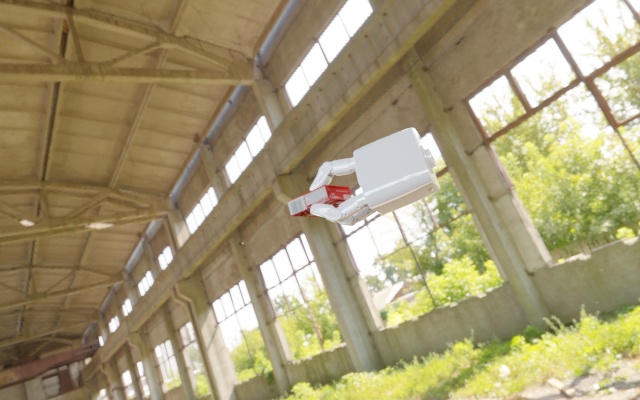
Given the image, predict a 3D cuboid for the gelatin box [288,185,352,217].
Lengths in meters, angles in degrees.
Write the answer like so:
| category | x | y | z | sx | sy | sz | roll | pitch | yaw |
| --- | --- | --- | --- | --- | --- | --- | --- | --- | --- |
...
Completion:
| category | x | y | z | sx | sy | sz | roll | pitch | yaw |
| --- | --- | --- | --- | --- | --- | --- | --- | --- | --- |
| gelatin box | 0.000 | 0.002 | 0.829 | 0.089 | 0.030 | 0.073 | -23 | -16 | 32 |
